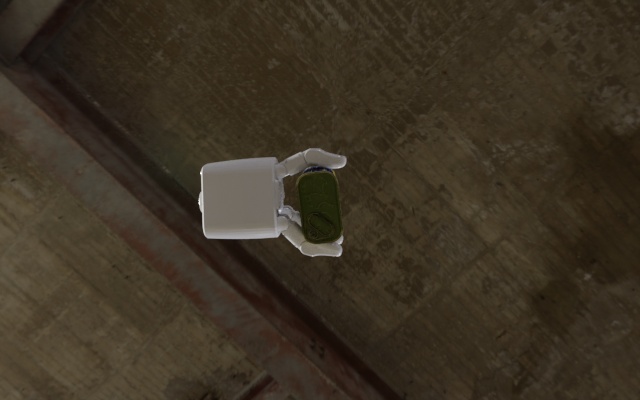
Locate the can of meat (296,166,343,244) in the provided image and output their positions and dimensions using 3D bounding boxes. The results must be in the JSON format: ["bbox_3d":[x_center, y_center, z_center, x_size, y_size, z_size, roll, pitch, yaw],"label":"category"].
[{"bbox_3d":[0.000,0.002,0.693,0.057,0.102,0.084,-7,12,3],"label":"can of meat"}]
